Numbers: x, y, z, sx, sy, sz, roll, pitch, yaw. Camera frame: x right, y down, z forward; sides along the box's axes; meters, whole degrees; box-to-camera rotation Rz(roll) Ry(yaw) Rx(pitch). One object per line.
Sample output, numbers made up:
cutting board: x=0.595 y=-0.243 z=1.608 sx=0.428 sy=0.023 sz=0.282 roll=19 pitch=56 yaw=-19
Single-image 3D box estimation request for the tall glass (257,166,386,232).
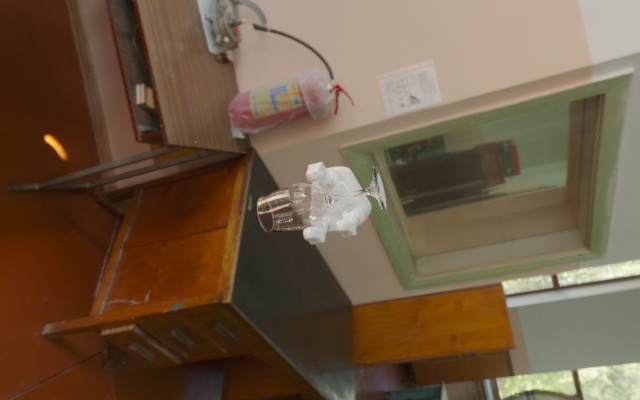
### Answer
tall glass: x=0.001 y=0.002 z=0.774 sx=0.201 sy=0.079 sz=0.079 roll=-13 pitch=-4 yaw=16
